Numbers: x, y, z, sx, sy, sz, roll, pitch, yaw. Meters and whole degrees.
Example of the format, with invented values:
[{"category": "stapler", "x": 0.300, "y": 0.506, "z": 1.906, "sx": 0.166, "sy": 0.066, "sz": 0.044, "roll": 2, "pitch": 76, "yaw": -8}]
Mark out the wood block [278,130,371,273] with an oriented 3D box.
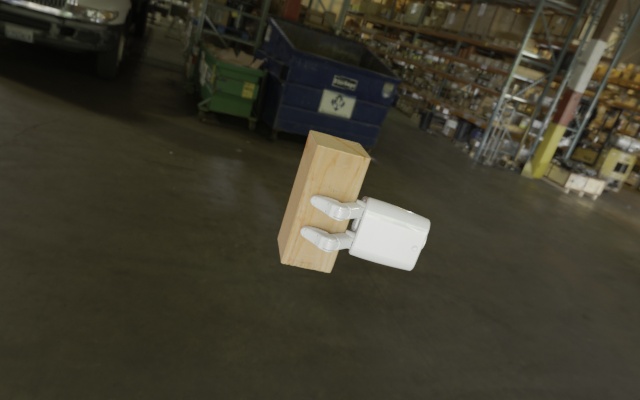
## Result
[{"category": "wood block", "x": 0.001, "y": 0.002, "z": 0.788, "sx": 0.090, "sy": 0.206, "sz": 0.090, "roll": 13, "pitch": 20, "yaw": -14}]
